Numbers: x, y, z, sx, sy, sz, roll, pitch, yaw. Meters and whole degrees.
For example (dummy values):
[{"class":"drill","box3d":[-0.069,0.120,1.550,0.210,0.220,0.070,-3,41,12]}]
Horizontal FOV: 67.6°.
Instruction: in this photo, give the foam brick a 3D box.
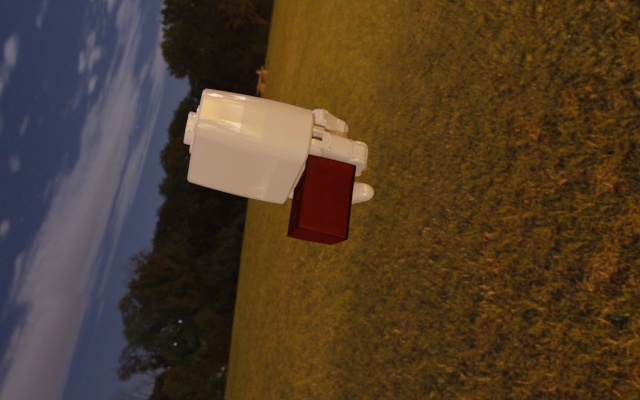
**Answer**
[{"class":"foam brick","box3d":[0.000,0.002,0.487,0.051,0.078,0.053,12,-17,-15]}]
